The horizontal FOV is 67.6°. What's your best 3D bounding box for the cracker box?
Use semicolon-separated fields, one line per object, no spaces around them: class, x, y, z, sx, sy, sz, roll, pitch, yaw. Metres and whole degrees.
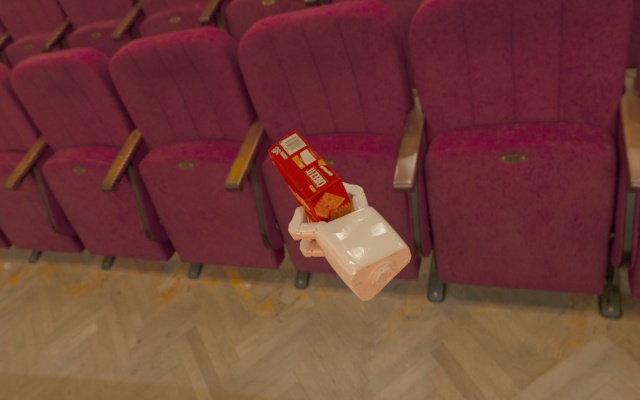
cracker box;0.000;0.003;0.862;0.072;0.214;0.164;-34;47;-7
